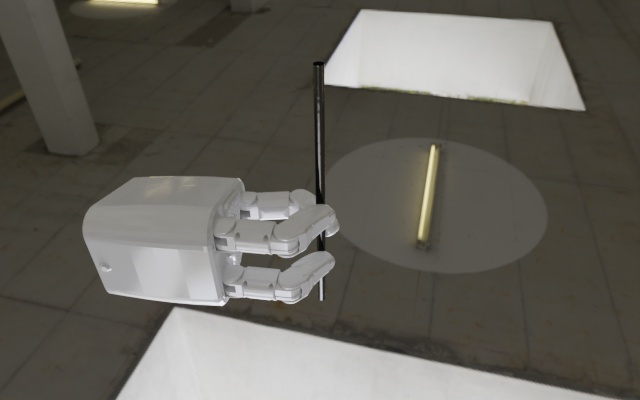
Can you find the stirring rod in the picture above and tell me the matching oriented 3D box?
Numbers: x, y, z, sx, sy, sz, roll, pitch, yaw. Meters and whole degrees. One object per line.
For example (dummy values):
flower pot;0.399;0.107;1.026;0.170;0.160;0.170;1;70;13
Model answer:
stirring rod;0.000;0.001;0.401;0.011;0.240;0.011;0;38;0
